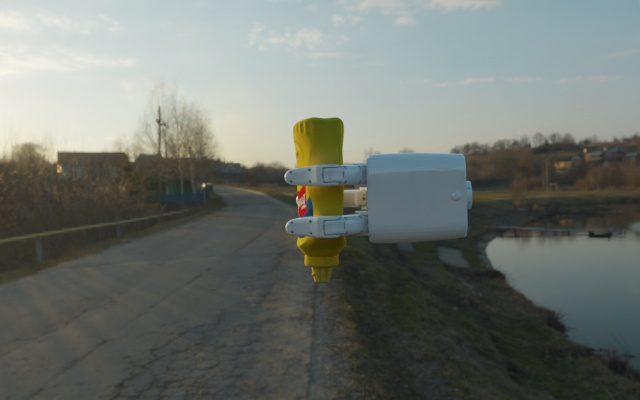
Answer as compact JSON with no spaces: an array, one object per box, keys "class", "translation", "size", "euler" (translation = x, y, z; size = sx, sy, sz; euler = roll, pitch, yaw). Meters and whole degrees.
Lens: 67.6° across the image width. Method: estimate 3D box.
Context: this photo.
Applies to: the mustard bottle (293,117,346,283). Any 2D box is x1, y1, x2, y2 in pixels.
[{"class":"mustard bottle","translation":[0.000,0.002,0.571],"size":[0.058,0.191,0.096],"euler":[-2,1,-14]}]
